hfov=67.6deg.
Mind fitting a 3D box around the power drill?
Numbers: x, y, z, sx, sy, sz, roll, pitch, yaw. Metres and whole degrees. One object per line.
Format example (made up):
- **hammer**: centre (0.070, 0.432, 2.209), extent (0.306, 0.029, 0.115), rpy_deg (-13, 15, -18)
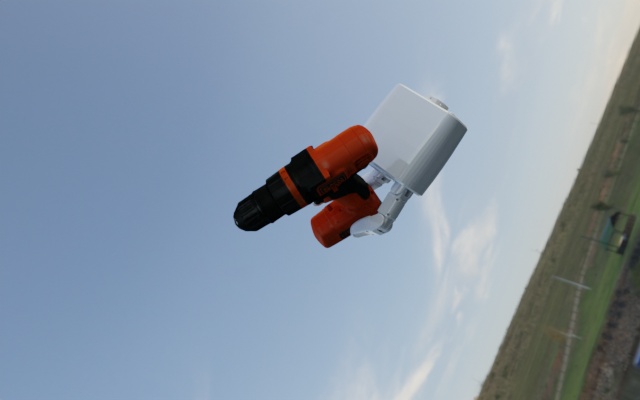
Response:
- **power drill**: centre (0.000, 0.002, 0.602), extent (0.184, 0.057, 0.188), rpy_deg (-31, -25, 3)
